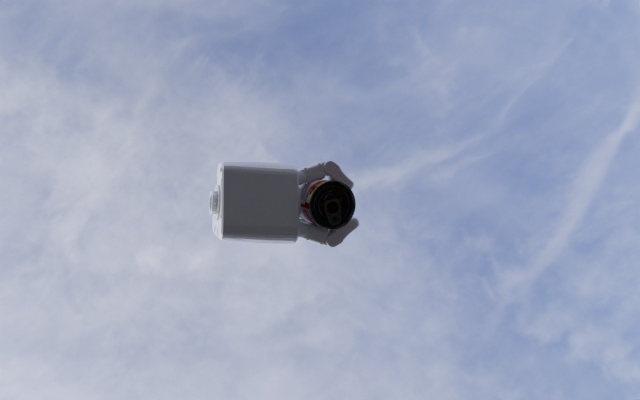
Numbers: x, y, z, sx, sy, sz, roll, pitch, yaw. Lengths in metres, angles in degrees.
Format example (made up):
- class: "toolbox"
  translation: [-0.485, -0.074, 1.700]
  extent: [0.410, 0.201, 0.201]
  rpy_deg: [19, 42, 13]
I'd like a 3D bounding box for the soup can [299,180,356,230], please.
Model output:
- class: "soup can"
  translation: [0.000, 0.002, 0.700]
  extent: [0.068, 0.068, 0.102]
  rpy_deg: [0, 5, -20]
